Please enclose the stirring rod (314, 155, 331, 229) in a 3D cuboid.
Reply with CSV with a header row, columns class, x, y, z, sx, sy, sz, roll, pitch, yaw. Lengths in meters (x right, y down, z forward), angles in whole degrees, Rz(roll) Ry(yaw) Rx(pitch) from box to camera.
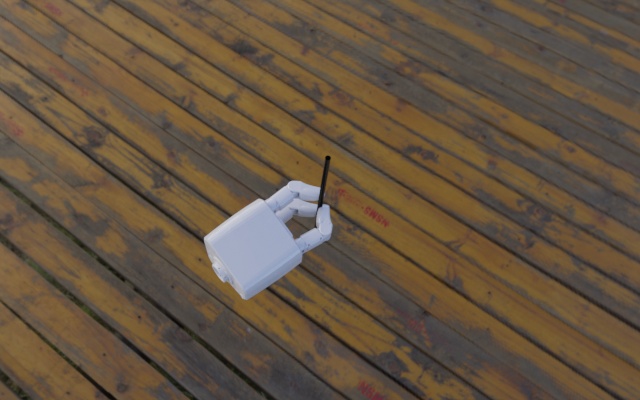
class,x,y,z,sx,sy,sz,roll,pitch,yaw
stirring rod,0.000,0.003,0.760,0.011,0.011,0.240,0,-31,-6
